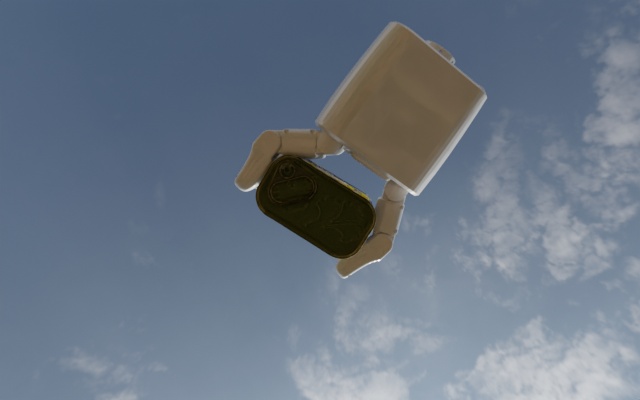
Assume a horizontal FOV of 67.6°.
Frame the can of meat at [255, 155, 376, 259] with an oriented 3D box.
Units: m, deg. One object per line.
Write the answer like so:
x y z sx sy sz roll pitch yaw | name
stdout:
0.000 0.002 0.441 0.102 0.057 0.084 32 9 2 | can of meat
